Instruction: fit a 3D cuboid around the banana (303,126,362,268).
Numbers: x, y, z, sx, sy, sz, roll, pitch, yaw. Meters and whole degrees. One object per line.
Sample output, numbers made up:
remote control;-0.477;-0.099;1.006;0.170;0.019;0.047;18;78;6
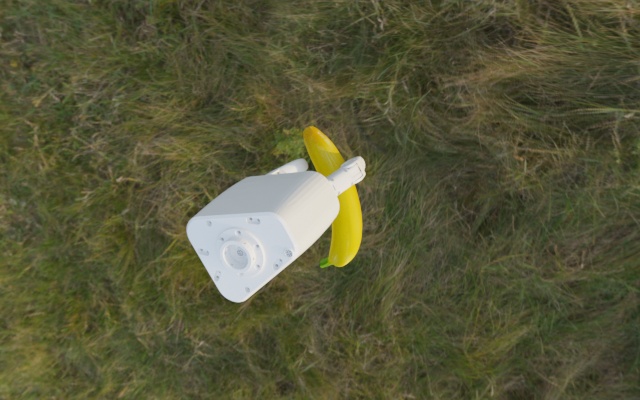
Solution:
banana;0.017;0.007;0.588;0.069;0.198;0.037;6;25;24
